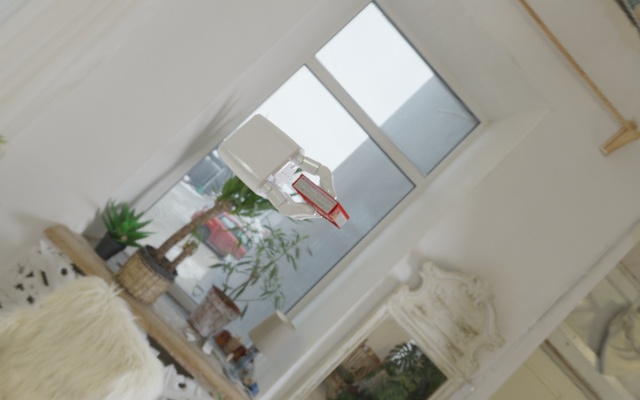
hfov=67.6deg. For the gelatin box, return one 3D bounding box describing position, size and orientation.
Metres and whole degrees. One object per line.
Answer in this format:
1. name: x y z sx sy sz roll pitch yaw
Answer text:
1. gelatin box: 0.001 0.002 0.790 0.089 0.030 0.073 38 -6 26
